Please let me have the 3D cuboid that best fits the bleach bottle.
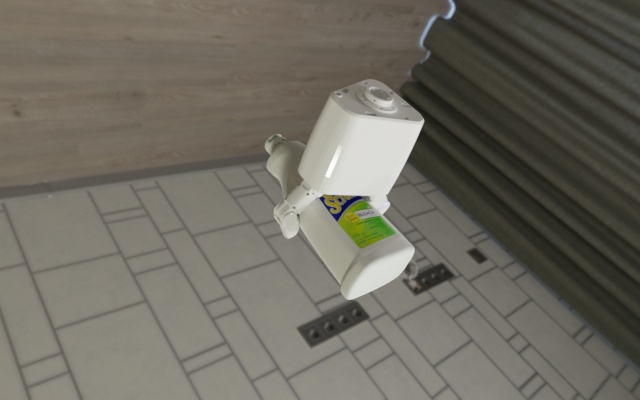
[{"bbox_3d":[0.000,0.002,0.605,0.102,0.068,0.250,-15,52,-39],"label":"bleach bottle"}]
